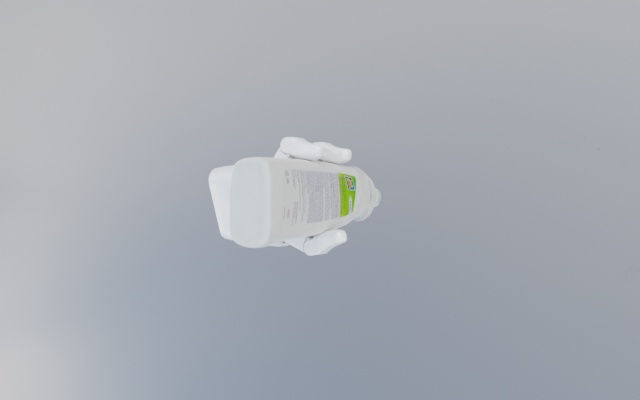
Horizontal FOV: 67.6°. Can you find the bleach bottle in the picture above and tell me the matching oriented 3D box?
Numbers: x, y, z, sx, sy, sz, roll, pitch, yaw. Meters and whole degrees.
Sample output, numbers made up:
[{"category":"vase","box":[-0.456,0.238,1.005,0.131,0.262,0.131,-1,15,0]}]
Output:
[{"category":"bleach bottle","box":[0.000,0.002,0.611,0.068,0.102,0.251,2,0,39]}]
